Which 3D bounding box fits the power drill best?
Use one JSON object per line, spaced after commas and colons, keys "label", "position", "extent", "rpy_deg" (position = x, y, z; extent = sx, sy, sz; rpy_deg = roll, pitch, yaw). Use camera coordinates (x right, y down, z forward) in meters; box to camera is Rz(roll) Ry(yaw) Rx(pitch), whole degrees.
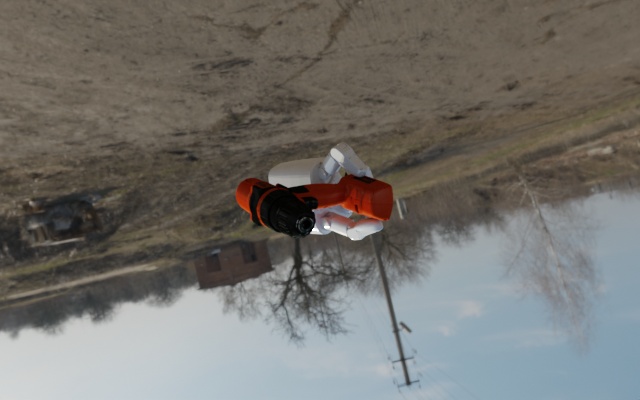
{"label": "power drill", "position": [0.000, 0.002, 0.630], "extent": [0.187, 0.057, 0.184], "rpy_deg": [-3, 15, -29]}
